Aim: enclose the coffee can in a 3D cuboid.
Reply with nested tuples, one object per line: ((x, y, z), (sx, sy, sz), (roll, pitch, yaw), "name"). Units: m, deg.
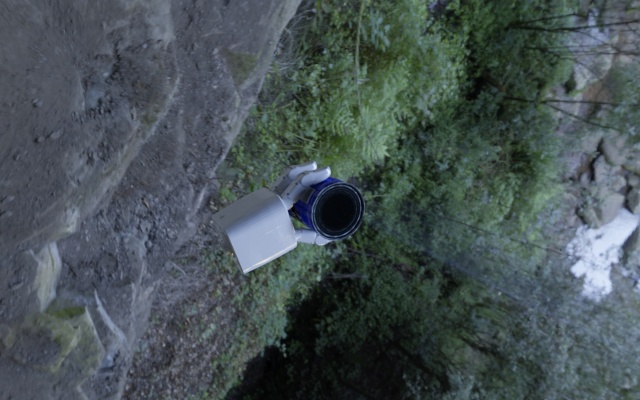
((0.000, 0.003, 0.859), (0.103, 0.103, 0.140), (0, 13, -27), "coffee can")
